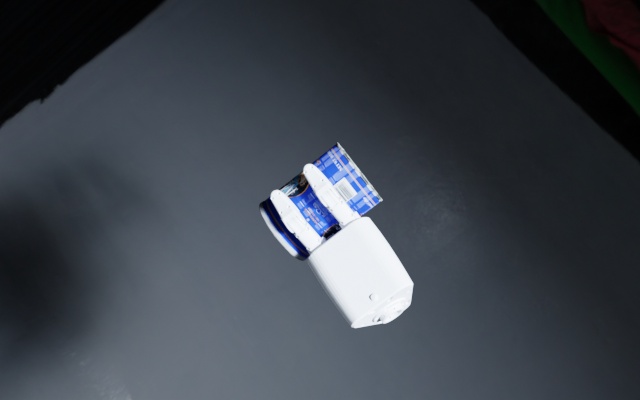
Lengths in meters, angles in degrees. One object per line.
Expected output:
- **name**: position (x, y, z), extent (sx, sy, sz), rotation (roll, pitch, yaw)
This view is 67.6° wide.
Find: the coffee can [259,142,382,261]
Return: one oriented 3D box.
- **coffee can**: position (0.000, 0.002, 0.669), extent (0.140, 0.103, 0.103), rotation (-38, -5, 7)
